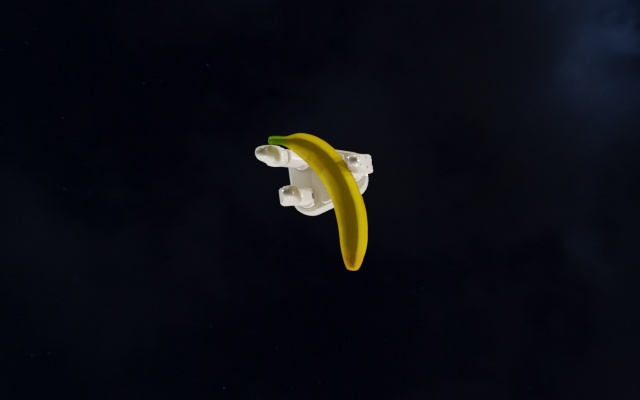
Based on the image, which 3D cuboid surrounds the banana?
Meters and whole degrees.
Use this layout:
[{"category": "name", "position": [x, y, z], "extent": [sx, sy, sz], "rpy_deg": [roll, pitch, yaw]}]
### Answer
[{"category": "banana", "position": [0.014, -0.011, 0.599], "extent": [0.069, 0.198, 0.037], "rpy_deg": [-33, -5, 1]}]
